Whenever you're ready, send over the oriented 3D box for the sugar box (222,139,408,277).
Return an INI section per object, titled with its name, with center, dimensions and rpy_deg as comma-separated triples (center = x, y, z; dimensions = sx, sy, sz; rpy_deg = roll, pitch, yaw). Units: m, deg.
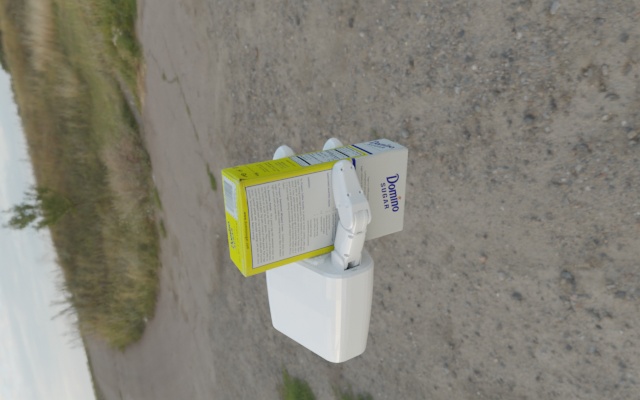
[sugar box]
center = 0.000, 0.001, 0.455
dimensions = 0.176, 0.093, 0.048
rpy_deg = -14, 27, -29
